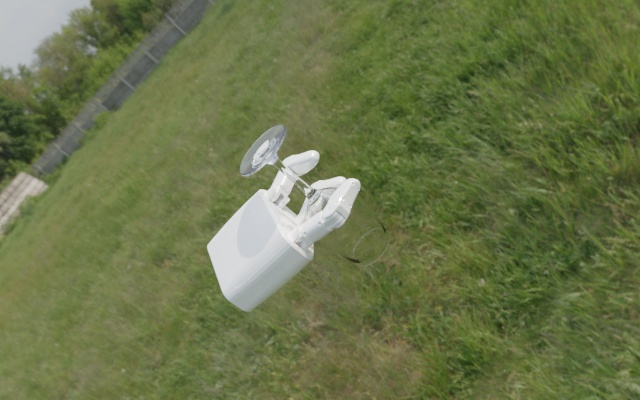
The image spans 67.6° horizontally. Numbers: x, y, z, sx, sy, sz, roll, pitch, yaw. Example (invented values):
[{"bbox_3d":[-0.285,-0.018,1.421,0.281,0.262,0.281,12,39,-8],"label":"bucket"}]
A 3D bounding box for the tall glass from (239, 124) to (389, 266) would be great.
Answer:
[{"bbox_3d":[0.000,0.001,0.581,0.201,0.079,0.079,41,-22,-27],"label":"tall glass"}]
